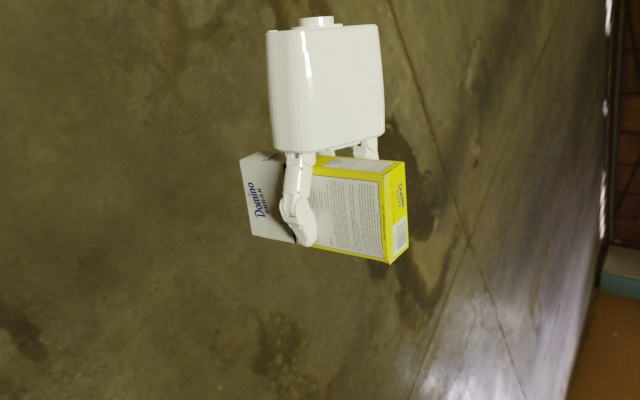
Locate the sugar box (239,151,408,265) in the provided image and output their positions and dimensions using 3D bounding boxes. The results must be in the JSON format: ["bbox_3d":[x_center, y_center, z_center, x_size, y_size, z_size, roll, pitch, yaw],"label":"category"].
[{"bbox_3d":[0.000,0.001,0.491,0.176,0.093,0.048,10,27,36],"label":"sugar box"}]
